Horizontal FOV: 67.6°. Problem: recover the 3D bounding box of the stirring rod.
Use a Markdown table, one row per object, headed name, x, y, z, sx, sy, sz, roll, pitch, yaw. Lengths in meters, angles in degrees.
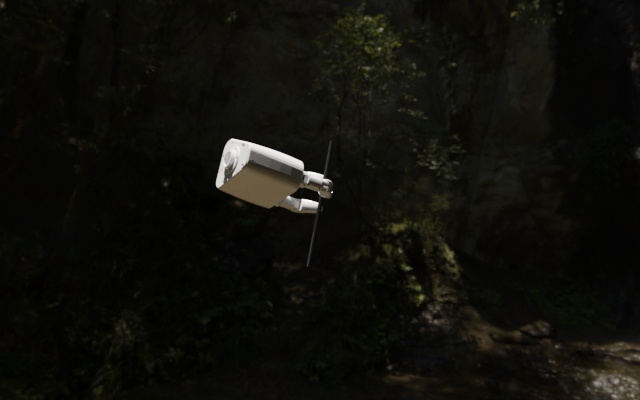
| name | x | y | z | sx | sy | sz | roll | pitch | yaw |
| --- | --- | --- | --- | --- | --- | --- | --- | --- | --- |
| stirring rod | 0.000 | 0.003 | 0.872 | 0.011 | 0.239 | 0.011 | 10 | -14 | 3 |
